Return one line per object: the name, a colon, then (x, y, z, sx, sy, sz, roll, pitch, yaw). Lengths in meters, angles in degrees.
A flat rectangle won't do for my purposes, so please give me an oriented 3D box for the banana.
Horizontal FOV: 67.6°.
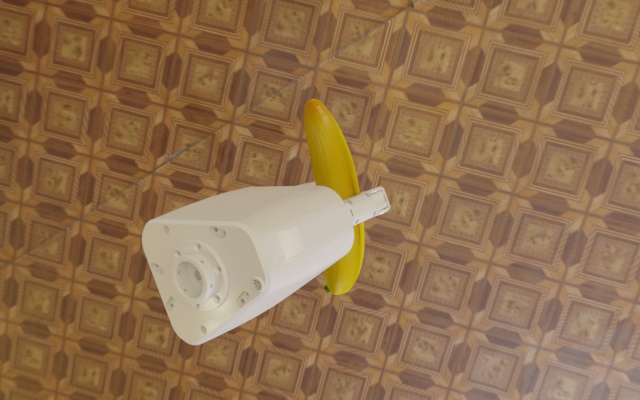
banana: (0.011, 0.008, 0.436, 0.037, 0.198, 0.069, -15, 20, -32)
